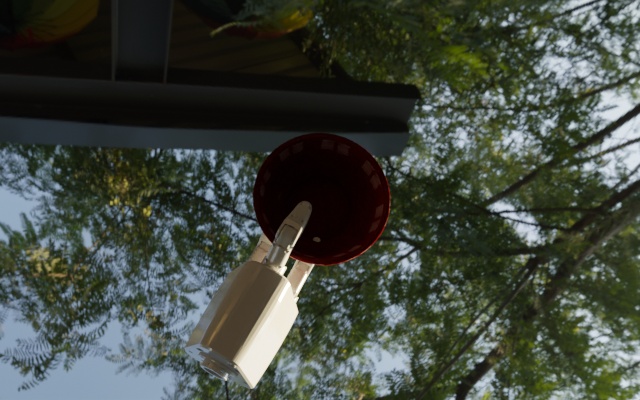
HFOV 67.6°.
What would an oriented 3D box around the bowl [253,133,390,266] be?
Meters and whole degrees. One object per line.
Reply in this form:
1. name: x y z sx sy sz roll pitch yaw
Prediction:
1. bowl: 0.001 0.001 0.583 0.162 0.162 0.055 0 -15 -5
